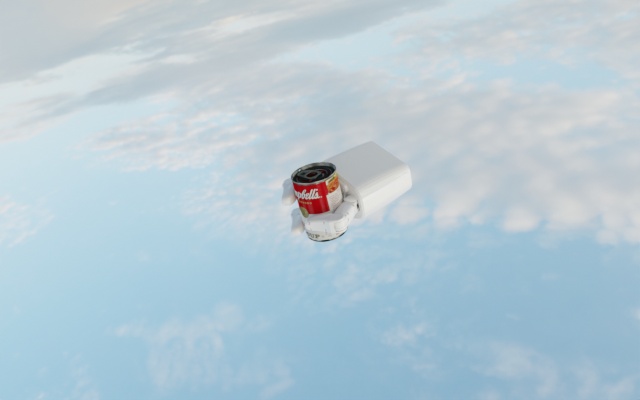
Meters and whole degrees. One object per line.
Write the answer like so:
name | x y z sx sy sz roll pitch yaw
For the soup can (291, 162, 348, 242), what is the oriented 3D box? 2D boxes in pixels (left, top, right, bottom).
soup can | 0.000 0.003 0.715 0.068 0.102 0.068 -11 28 6
